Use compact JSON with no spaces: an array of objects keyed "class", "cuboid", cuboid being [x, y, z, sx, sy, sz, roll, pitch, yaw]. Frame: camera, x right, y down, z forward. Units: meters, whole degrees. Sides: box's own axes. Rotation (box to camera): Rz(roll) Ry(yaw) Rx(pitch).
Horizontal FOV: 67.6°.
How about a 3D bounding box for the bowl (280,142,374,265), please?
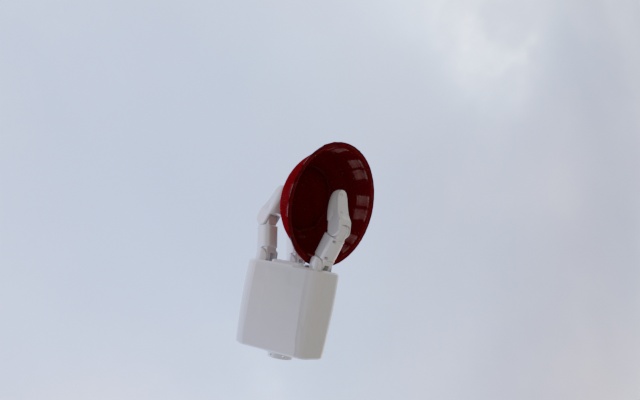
[{"class":"bowl","cuboid":[0.000,0.001,0.622,0.055,0.162,0.162,14,9,43]}]
